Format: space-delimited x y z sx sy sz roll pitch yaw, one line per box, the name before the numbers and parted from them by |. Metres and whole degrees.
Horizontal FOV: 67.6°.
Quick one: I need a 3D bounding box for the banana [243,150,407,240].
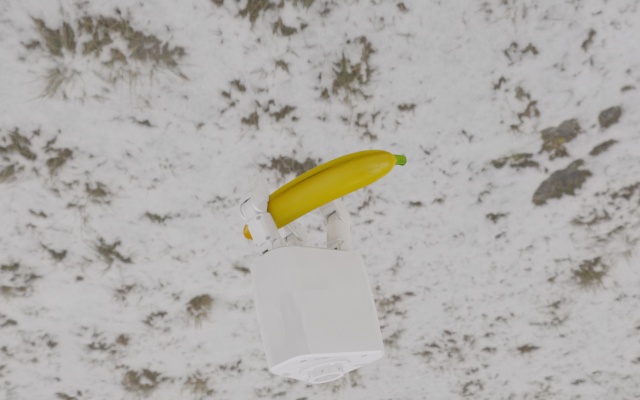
banana | -0.002 -0.007 0.497 0.198 0.037 0.070 -24 -27 7
